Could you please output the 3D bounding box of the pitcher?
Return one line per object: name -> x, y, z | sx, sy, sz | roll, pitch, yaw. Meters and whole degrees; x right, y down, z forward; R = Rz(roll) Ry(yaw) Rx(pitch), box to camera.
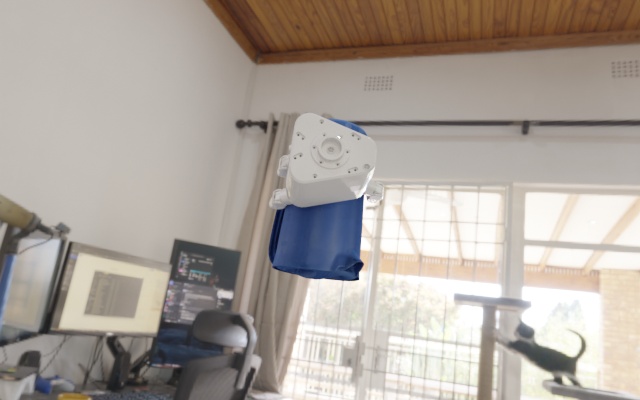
pitcher -> 0.000, 0.002, 0.754 | 0.149, 0.242, 0.145 | 8, -15, 0
